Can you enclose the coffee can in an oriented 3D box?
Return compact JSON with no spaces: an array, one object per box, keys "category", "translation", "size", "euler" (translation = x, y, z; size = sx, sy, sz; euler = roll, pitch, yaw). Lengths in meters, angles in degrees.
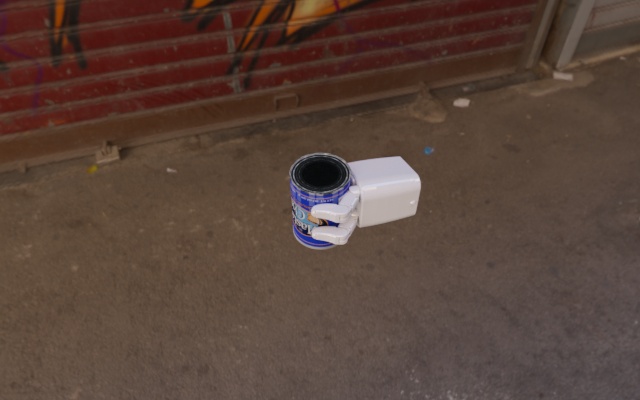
[{"category":"coffee can","translation":[0.000,0.003,0.835],"size":[0.103,0.102,0.140],"euler":[0,-44,0]}]
